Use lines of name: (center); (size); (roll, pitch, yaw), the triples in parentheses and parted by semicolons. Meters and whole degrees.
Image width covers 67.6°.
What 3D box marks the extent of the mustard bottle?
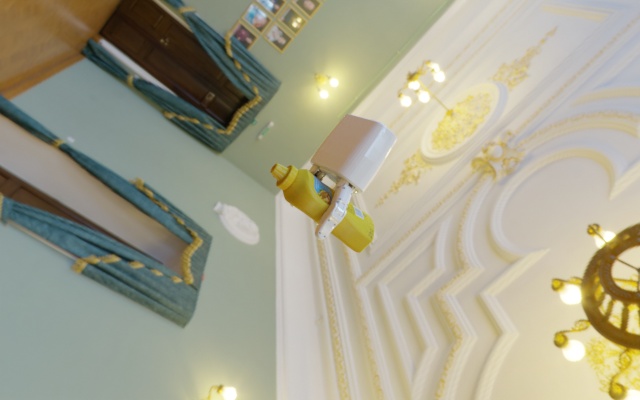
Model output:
mustard bottle: (0.000, 0.003, 0.766); (0.192, 0.058, 0.096); (37, 19, -21)
